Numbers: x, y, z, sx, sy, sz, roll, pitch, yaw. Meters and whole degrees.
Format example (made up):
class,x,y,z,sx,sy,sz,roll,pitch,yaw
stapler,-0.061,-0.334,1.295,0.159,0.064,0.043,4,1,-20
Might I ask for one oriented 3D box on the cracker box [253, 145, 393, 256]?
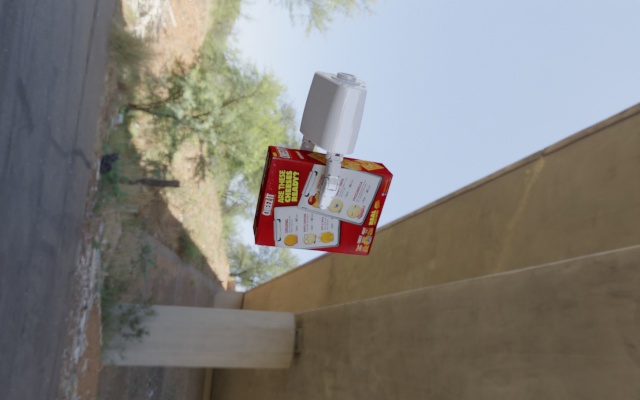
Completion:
class,x,y,z,sx,sy,sz,roll,pitch,yaw
cracker box,0.000,0.003,0.839,0.214,0.164,0.072,7,23,-16
